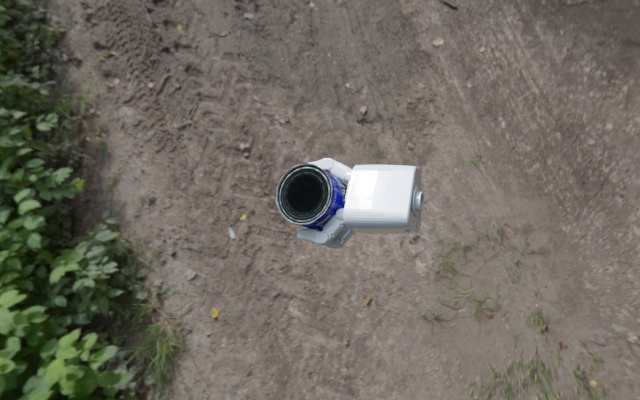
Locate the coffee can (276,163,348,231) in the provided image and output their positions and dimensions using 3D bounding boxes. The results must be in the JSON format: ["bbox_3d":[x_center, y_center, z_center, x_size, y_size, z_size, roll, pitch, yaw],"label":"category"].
[{"bbox_3d":[0.000,0.003,0.833,0.103,0.102,0.140,0,-11,24],"label":"coffee can"}]
